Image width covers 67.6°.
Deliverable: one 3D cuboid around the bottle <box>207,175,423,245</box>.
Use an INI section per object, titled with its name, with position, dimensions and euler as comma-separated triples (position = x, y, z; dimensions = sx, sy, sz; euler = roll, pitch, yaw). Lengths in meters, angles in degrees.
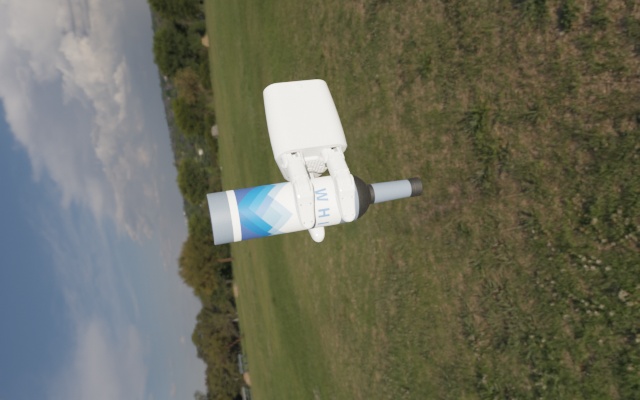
[bottle]
position = 0.000, 0.002, 0.648
dimensions = 0.295, 0.069, 0.069
euler = -9, 2, -14
